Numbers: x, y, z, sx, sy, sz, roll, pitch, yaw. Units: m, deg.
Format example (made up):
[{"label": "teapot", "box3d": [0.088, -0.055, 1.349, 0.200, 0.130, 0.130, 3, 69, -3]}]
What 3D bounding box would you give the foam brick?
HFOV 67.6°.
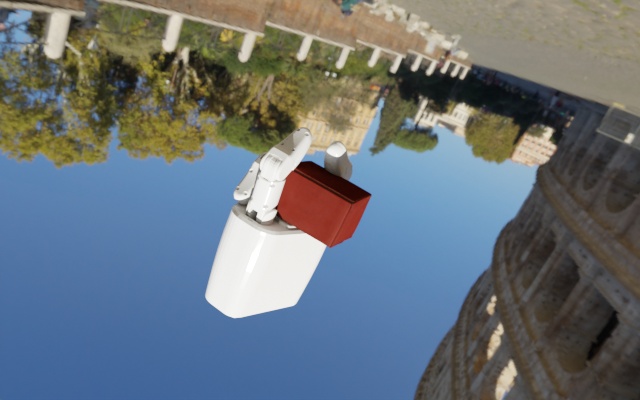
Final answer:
[{"label": "foam brick", "box3d": [0.000, 0.002, 0.464, 0.078, 0.051, 0.053, 30, 20, 20]}]
